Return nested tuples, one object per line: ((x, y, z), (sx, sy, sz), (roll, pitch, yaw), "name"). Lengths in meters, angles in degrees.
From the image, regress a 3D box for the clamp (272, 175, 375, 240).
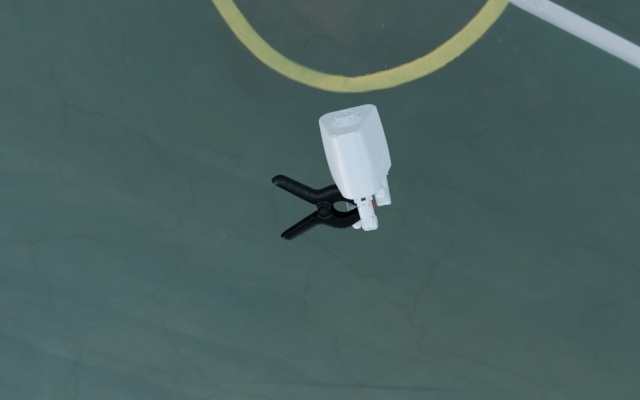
((0.000, 0.003, 0.791), (0.171, 0.120, 0.039), (-11, 30, 12), "clamp")
